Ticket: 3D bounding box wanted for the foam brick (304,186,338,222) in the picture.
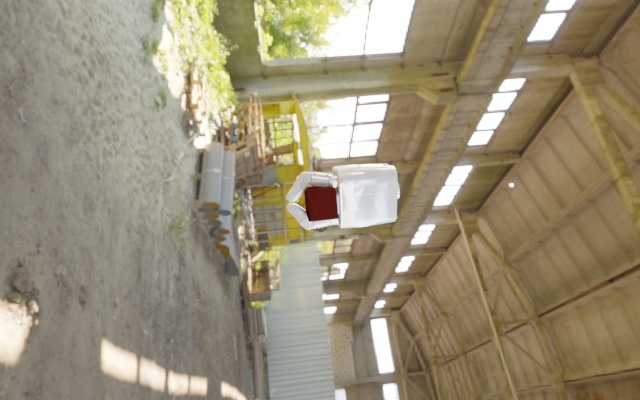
[{"bbox_3d":[0.000,0.003,0.834,0.051,0.053,0.078,-5,9,-4],"label":"foam brick"}]
